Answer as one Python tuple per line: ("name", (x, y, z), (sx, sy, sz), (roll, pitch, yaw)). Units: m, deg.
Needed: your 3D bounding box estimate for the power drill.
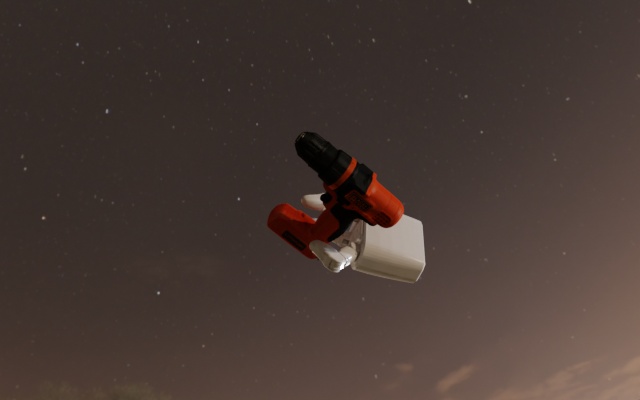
("power drill", (0.000, 0.003, 0.703), (0.184, 0.057, 0.188), (40, -45, -13))
